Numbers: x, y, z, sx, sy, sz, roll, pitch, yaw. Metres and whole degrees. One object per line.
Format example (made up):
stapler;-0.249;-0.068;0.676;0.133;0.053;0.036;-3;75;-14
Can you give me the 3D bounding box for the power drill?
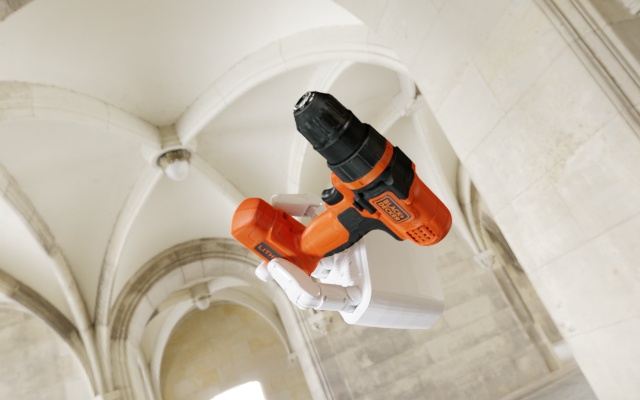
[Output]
power drill;0.000;0.002;0.449;0.188;0.057;0.184;-27;-58;39
